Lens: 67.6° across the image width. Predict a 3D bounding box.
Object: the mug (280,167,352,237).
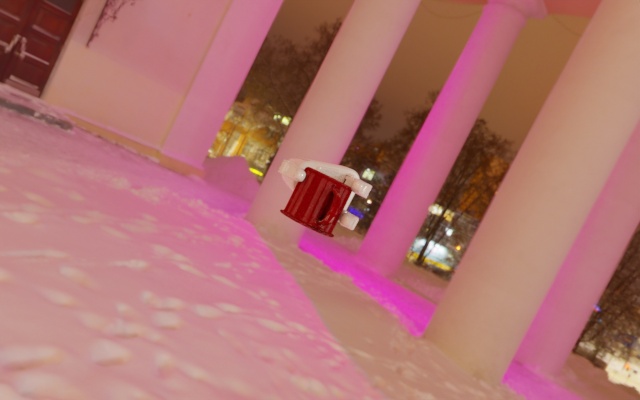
[{"bbox_3d":[0.001,0.002,0.724,0.093,0.081,0.117,25,2,-20],"label":"mug"}]
